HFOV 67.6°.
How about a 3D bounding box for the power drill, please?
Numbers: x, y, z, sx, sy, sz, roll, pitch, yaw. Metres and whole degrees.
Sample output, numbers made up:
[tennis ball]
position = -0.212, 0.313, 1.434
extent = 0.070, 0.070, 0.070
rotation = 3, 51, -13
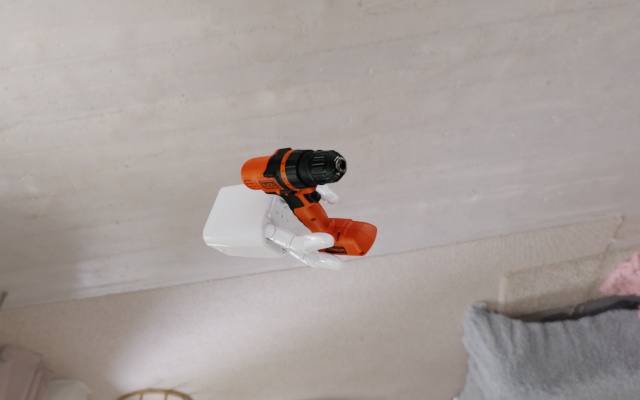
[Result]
[power drill]
position = 0.000, 0.002, 0.658
extent = 0.184, 0.057, 0.188
rotation = 1, -40, 47
